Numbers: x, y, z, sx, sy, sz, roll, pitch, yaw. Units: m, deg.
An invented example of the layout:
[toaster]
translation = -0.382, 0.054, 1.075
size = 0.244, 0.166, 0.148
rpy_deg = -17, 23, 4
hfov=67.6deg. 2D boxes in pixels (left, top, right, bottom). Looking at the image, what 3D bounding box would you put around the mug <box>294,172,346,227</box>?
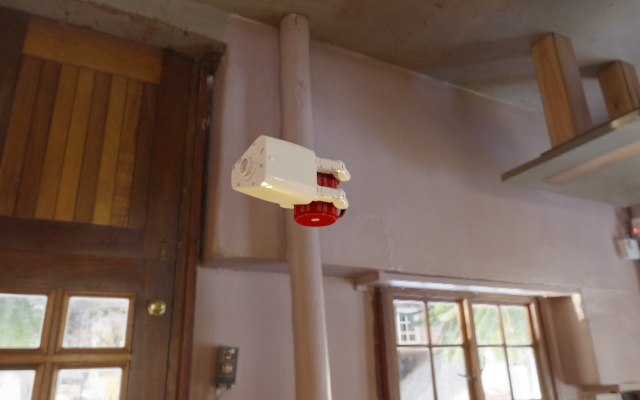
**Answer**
[mug]
translation = 0.001, 0.003, 0.900
size = 0.117, 0.081, 0.093
rpy_deg = 16, -26, -36
